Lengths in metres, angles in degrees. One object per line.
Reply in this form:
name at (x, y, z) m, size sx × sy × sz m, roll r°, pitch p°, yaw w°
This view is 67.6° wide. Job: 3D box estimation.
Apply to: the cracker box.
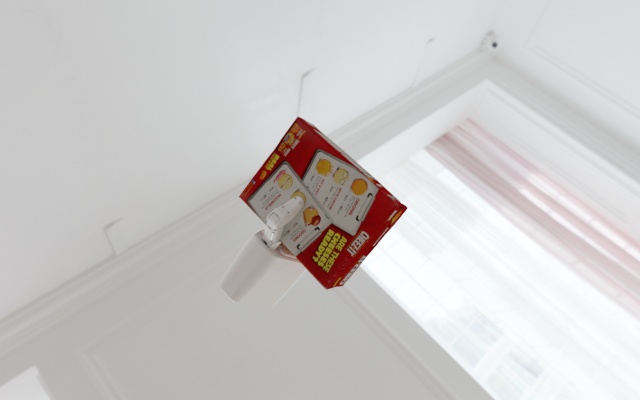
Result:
cracker box at (0.000, 0.002, 0.735) m, size 0.213 × 0.164 × 0.072 m, roll 44°, pitch 14°, yaw 22°
